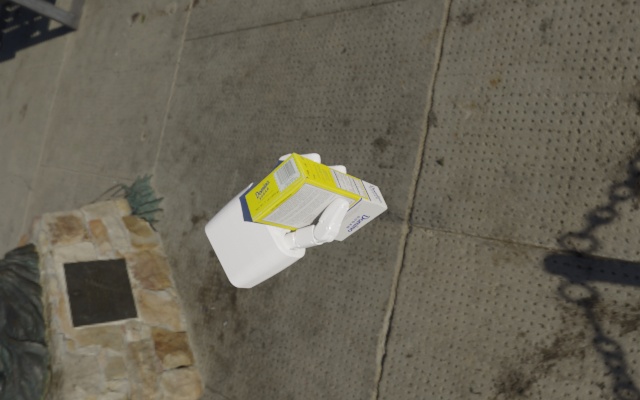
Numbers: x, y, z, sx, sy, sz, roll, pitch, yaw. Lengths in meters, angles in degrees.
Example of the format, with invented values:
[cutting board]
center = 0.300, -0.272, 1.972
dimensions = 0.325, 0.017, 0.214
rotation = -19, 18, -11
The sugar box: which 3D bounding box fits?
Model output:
[sugar box]
center = 0.000, 0.002, 0.622
dimensions = 0.093, 0.048, 0.176
rotation = -38, -31, 26
